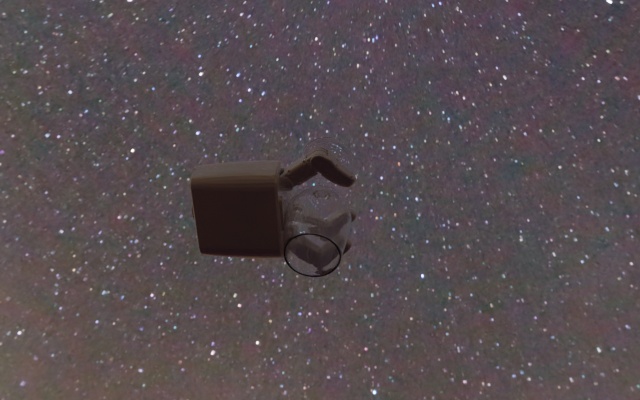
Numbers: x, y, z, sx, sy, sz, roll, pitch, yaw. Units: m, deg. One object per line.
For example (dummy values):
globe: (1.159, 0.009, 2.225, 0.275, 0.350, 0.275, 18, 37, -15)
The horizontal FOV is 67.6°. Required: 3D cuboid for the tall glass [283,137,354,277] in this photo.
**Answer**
tall glass: (0.000, 0.001, 0.583, 0.079, 0.079, 0.201, 0, 35, 6)
